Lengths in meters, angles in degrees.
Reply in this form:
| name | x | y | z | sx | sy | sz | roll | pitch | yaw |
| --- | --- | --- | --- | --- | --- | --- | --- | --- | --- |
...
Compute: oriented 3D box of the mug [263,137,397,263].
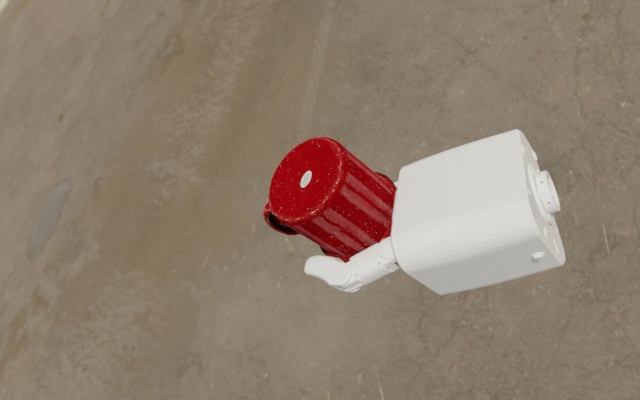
| name | x | y | z | sx | sy | sz | roll | pitch | yaw |
| --- | --- | --- | --- | --- | --- | --- | --- | --- | --- |
| mug | -0.001 | 0.002 | 0.424 | 0.117 | 0.093 | 0.081 | -20 | -37 | 31 |
